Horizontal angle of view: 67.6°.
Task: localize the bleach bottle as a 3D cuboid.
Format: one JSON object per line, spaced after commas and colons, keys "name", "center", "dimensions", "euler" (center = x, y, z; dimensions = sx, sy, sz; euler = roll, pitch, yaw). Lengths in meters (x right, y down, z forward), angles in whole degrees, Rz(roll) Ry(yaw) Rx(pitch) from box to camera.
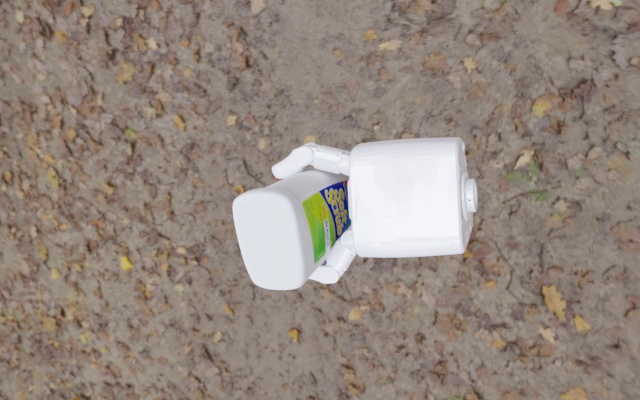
{"name": "bleach bottle", "center": [0.000, 0.002, 0.543], "dimensions": [0.068, 0.102, 0.250], "euler": [-2, 17, 25]}
